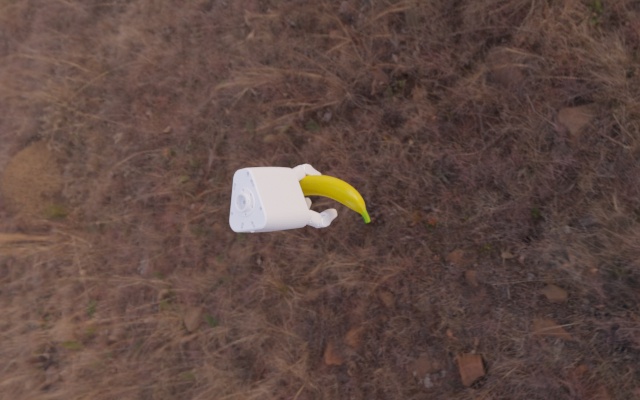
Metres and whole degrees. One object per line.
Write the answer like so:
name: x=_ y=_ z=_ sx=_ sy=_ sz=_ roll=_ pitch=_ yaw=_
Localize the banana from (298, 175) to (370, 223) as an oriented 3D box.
banana: x=0.005 y=-0.014 z=0.889 sx=0.197 sy=0.070 sz=0.037 roll=18 pitch=21 yaw=32
